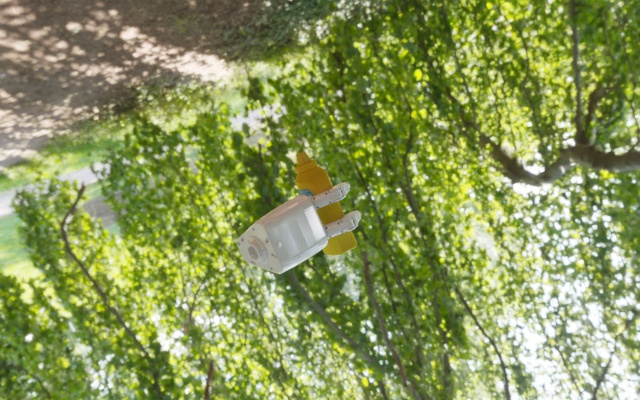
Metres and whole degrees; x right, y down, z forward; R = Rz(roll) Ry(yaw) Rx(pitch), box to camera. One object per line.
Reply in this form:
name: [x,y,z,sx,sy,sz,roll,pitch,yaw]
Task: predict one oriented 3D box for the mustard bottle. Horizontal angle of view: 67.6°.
mustard bottle: [0.001,0.003,0.865,0.058,0.191,0.096,-25,9,-16]
